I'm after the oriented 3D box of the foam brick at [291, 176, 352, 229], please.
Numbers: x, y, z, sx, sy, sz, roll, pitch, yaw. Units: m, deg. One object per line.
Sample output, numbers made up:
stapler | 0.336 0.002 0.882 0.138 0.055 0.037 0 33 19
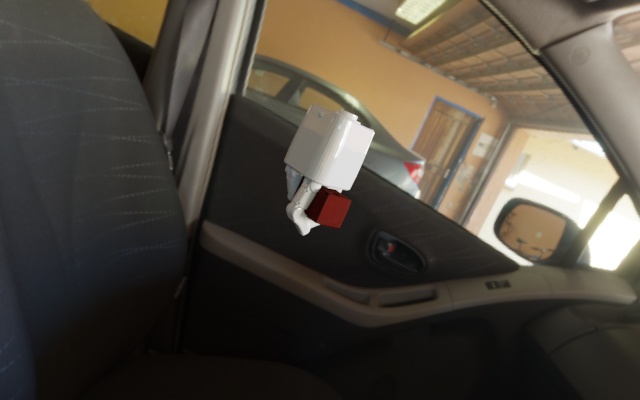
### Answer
foam brick | 0.000 0.003 0.756 0.053 0.051 0.078 17 13 -42
